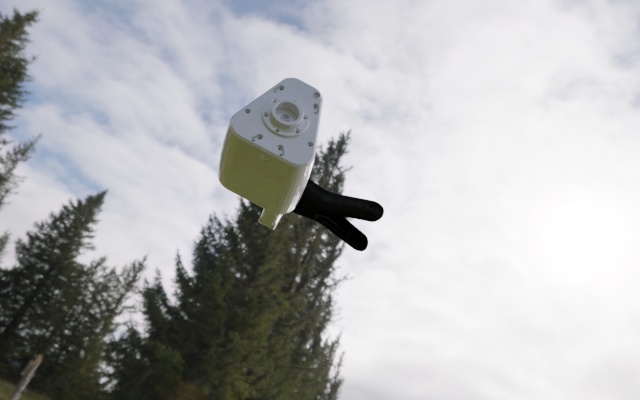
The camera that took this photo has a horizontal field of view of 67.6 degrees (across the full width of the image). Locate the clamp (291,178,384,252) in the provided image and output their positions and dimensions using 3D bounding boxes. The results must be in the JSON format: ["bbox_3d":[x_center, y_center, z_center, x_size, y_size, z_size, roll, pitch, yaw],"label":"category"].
[{"bbox_3d":[0.000,0.001,0.600,0.171,0.039,0.120,28,-31,-2],"label":"clamp"}]
